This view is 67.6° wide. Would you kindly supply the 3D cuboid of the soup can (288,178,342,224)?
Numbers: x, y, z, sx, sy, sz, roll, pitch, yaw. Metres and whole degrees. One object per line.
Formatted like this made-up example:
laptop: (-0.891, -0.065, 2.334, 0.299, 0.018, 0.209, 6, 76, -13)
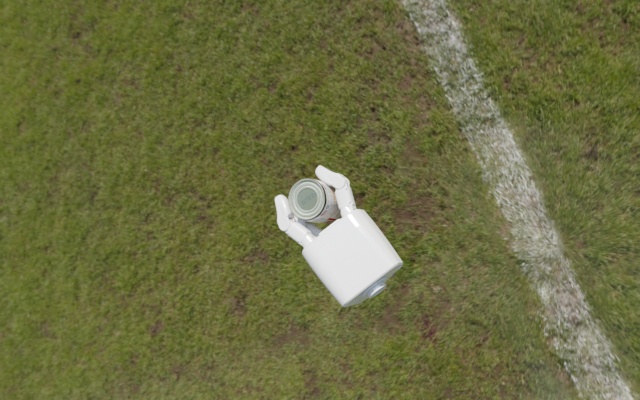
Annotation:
soup can: (0.000, 0.002, 0.783, 0.068, 0.068, 0.102, 0, -5, 26)
